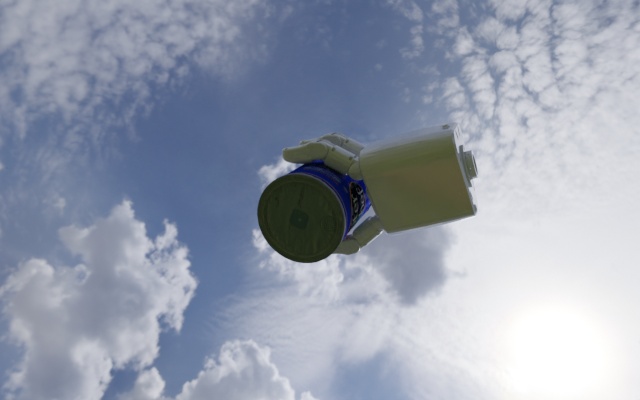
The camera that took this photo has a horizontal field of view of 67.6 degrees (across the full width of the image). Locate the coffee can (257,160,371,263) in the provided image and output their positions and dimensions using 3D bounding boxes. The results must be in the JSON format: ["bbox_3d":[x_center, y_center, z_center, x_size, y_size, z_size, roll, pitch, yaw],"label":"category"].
[{"bbox_3d":[0.000,0.002,0.581,0.103,0.103,0.140,0,16,20],"label":"coffee can"}]
